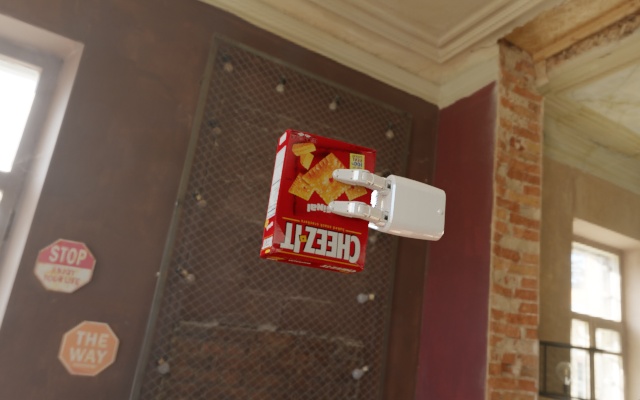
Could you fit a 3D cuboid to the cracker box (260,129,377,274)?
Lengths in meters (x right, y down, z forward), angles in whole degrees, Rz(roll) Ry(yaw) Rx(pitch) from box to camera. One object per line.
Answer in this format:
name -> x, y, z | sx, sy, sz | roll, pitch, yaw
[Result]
cracker box -> 0.000, 0.002, 0.802 | 0.164, 0.213, 0.072 | 12, -16, -18
